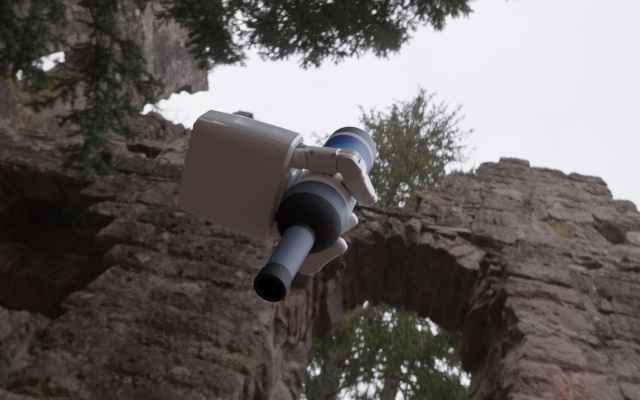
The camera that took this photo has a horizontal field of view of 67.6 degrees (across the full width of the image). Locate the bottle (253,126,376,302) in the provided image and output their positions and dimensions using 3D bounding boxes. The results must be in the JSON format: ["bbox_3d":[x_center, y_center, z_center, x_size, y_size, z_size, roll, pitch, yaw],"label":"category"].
[{"bbox_3d":[0.000,0.002,0.493,0.069,0.069,0.295,0,27,18],"label":"bottle"}]
